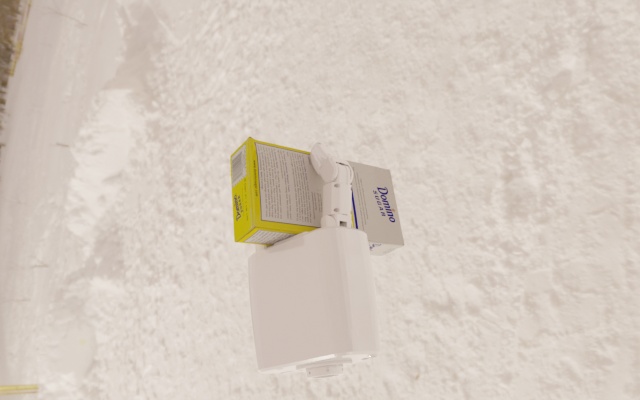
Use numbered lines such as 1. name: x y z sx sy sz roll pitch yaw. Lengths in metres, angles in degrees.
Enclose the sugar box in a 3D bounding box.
1. sugar box: 0.000 0.002 0.478 0.176 0.093 0.048 12 -30 -35
